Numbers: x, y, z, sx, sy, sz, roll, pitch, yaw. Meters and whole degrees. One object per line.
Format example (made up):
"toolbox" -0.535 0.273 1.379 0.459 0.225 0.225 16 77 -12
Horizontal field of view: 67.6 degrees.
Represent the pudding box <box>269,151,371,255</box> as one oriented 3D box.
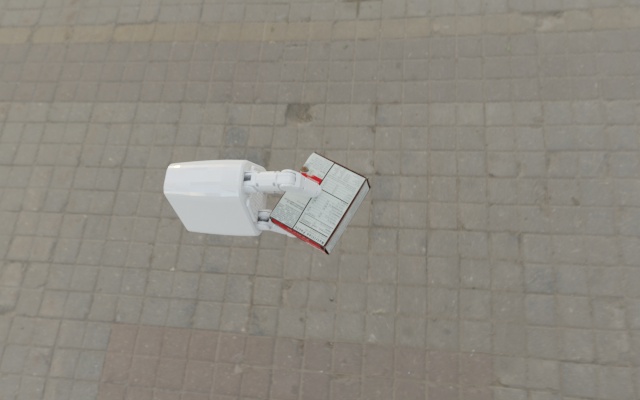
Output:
"pudding box" 0.000 0.002 0.632 0.090 0.113 0.039 29 -12 19
